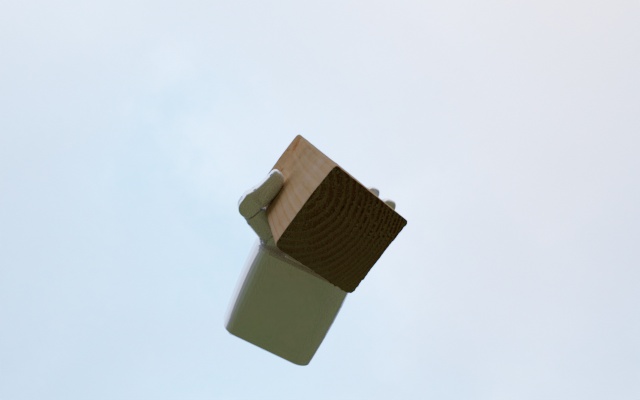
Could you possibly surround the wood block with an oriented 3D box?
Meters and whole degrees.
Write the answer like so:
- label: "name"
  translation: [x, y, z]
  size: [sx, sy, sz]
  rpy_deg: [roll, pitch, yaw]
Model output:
- label: "wood block"
  translation: [0.000, 0.002, 0.517]
  size: [0.091, 0.090, 0.206]
  rpy_deg: [36, 5, -19]
